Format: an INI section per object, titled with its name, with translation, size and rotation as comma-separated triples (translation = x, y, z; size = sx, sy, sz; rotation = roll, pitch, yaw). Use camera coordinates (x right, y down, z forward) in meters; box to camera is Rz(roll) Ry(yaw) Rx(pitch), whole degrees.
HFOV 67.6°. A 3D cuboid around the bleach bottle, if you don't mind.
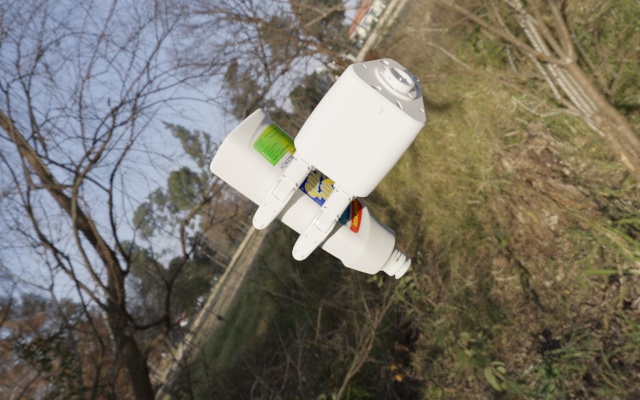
[bleach bottle]
translation = 0.000, 0.002, 0.562
size = 0.251, 0.068, 0.102
rotation = 36, 37, -3
